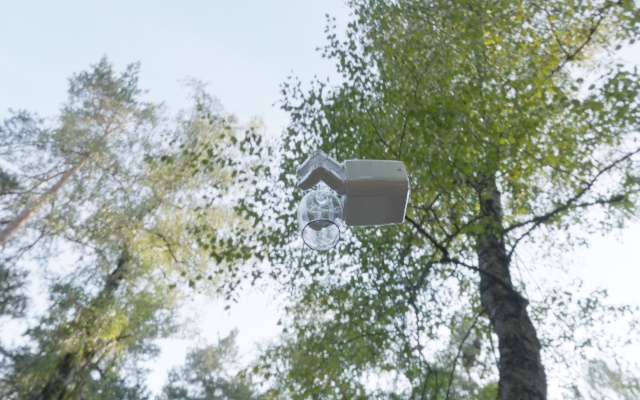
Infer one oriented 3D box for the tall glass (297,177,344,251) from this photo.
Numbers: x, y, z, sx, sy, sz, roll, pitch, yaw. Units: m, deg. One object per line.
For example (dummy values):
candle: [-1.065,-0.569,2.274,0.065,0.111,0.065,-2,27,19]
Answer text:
tall glass: [0.000,0.002,0.828,0.079,0.079,0.201,0,32,0]
